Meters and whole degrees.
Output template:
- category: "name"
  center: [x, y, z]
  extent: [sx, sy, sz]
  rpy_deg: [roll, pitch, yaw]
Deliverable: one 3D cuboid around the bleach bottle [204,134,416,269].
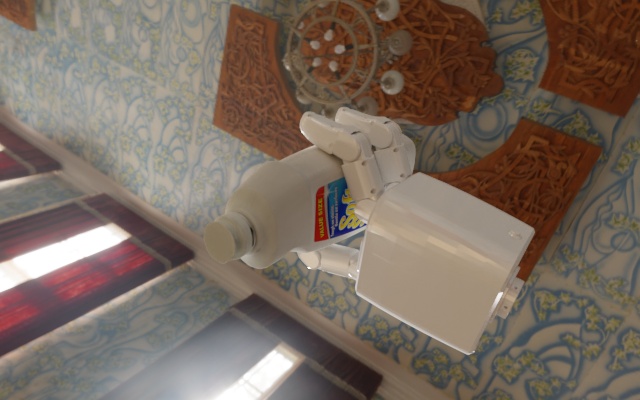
- category: "bleach bottle"
  center: [0.000, 0.001, 0.410]
  extent: [0.068, 0.103, 0.250]
  rpy_deg: [26, 28, 25]
